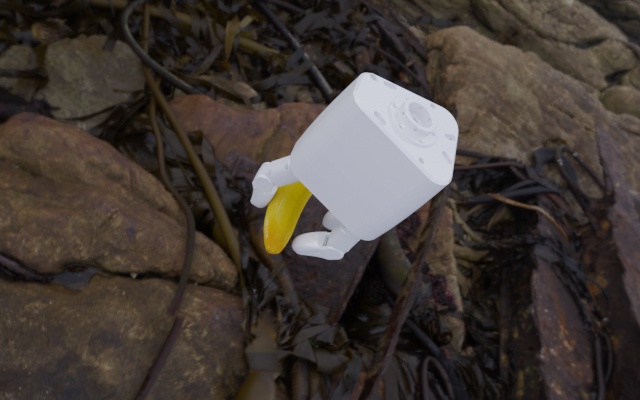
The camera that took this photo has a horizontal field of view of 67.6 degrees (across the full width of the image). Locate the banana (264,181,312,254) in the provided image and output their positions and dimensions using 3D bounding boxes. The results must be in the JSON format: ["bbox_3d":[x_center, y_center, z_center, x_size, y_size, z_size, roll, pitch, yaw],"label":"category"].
[{"bbox_3d":[-0.009,-0.014,0.546,0.197,0.069,0.037,-37,-1,-44],"label":"banana"}]
